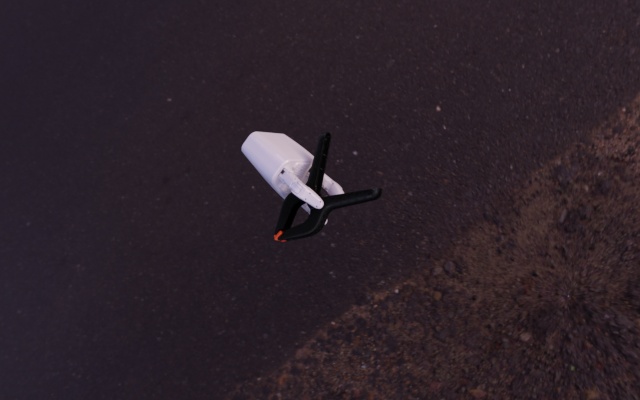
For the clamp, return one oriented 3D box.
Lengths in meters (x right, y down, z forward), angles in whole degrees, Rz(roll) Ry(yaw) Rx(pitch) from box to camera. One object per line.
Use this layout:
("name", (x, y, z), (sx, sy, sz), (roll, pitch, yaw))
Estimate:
("clamp", (-0.001, 0.003, 0.845), (0.164, 0.210, 0.036), (43, 10, 29))
